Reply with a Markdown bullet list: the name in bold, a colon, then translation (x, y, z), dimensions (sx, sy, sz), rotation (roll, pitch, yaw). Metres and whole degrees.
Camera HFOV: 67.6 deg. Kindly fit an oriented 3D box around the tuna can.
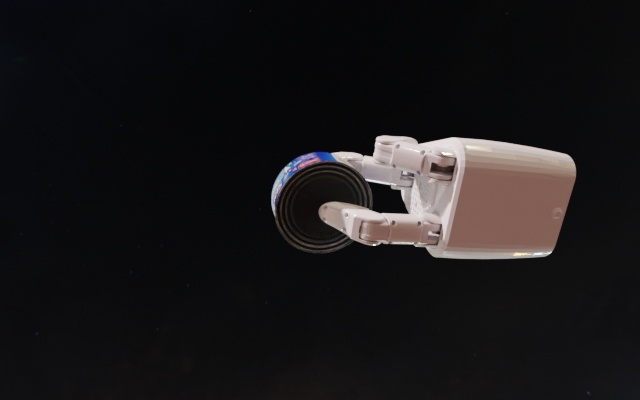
- **tuna can**: translation (0.000, 0.001, 0.422), dimensions (0.086, 0.086, 0.033), rotation (0, 22, -14)
